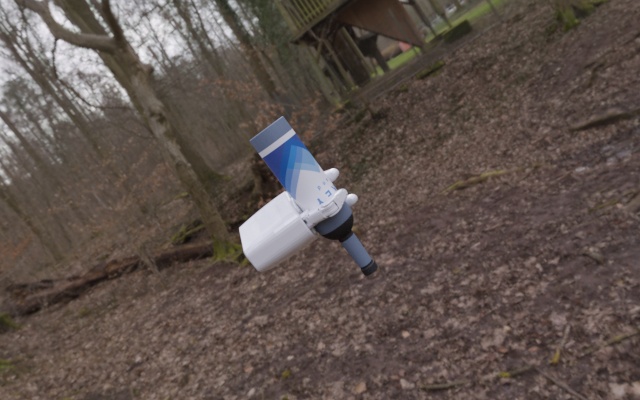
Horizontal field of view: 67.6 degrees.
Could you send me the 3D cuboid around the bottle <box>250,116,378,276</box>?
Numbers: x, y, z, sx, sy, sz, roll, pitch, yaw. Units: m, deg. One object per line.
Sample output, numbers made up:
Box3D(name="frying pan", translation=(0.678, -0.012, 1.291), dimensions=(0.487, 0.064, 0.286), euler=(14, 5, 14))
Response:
Box3D(name="bottle", translation=(0.000, 0.002, 0.781), dimensions=(0.069, 0.296, 0.069), euler=(-35, 11, 8))
